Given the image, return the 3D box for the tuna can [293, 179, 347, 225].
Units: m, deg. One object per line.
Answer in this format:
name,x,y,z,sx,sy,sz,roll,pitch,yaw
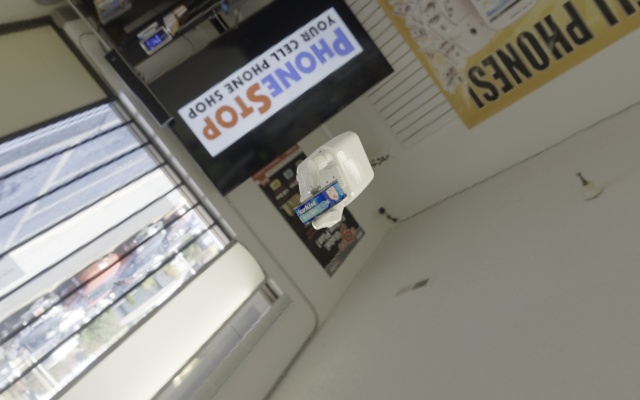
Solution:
tuna can,0.000,0.003,0.766,0.086,0.034,0.086,-34,1,1
